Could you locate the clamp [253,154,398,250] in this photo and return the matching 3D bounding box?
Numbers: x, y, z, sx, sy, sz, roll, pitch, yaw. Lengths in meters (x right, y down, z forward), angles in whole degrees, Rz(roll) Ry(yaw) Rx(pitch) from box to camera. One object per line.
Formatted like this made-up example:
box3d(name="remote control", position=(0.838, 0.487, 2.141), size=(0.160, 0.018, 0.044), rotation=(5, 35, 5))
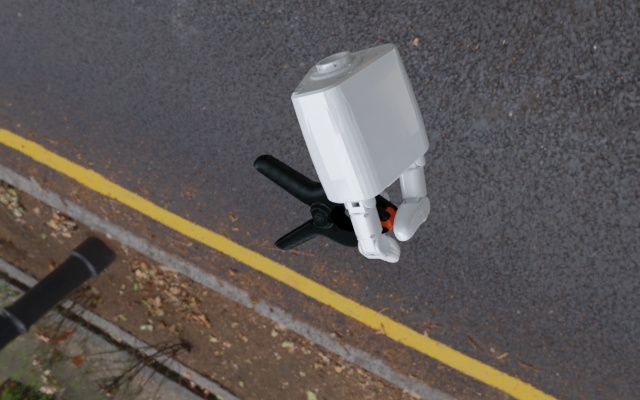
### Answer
box3d(name="clamp", position=(0.000, 0.002, 0.512), size=(0.171, 0.120, 0.039), rotation=(-4, 31, 34))
